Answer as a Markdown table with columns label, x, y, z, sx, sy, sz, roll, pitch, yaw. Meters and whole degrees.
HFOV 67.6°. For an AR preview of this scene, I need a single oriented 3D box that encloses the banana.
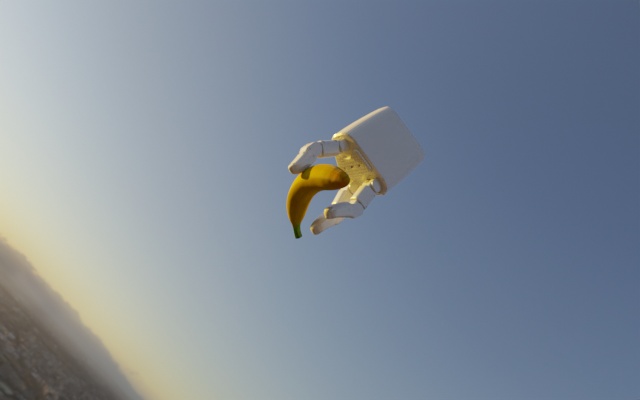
| label | x | y | z | sx | sy | sz | roll | pitch | yaw |
| --- | --- | --- | --- | --- | --- | --- | --- | --- | --- |
| banana | -0.011 | -0.012 | 0.689 | 0.037 | 0.069 | 0.198 | -28 | -12 | -30 |
